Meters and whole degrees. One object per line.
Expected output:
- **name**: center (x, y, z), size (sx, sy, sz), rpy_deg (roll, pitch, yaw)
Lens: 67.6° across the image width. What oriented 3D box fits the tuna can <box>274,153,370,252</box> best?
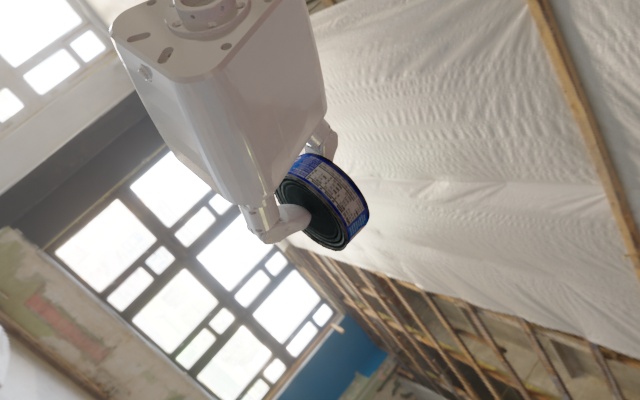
- **tuna can**: center (0.000, 0.001, 0.411), size (0.033, 0.086, 0.086), rpy_deg (-44, 21, -23)
